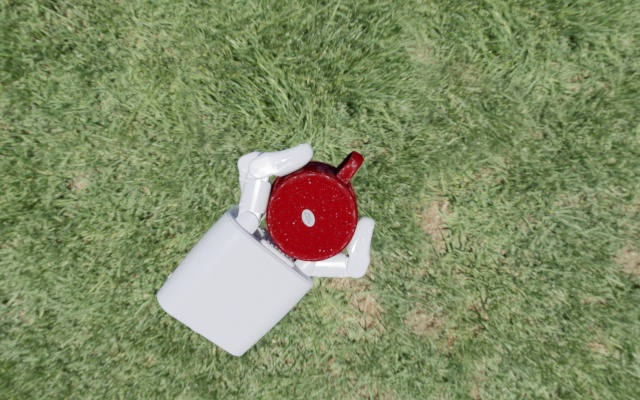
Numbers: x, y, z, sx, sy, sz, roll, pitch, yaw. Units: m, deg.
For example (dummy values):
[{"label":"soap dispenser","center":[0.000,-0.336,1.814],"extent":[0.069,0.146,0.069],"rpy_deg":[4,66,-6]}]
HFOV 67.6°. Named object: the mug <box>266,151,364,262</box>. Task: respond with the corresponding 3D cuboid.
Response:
[{"label":"mug","center":[0.001,0.000,0.450],"extent":[0.093,0.117,0.081],"rpy_deg":[42,5,-6]}]
